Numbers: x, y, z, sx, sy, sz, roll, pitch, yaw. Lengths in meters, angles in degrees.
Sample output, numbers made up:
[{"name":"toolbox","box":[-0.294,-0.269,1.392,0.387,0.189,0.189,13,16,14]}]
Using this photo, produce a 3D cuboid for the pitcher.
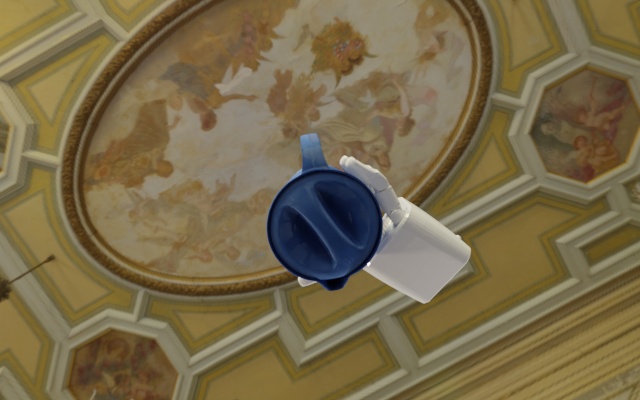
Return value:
[{"name":"pitcher","box":[0.000,0.002,0.654,0.145,0.149,0.243,33,7,-7]}]
